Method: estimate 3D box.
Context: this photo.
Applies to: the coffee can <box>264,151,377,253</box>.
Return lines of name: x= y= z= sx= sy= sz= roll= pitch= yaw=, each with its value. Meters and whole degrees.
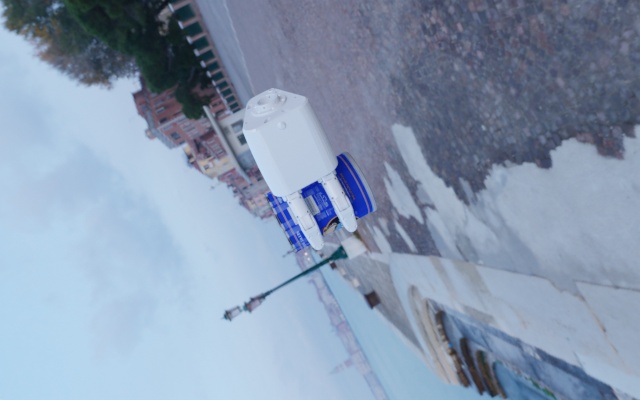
coffee can: x=0.000 y=0.002 z=0.728 sx=0.140 sy=0.103 sz=0.103 roll=-28 pitch=2 yaw=-4
